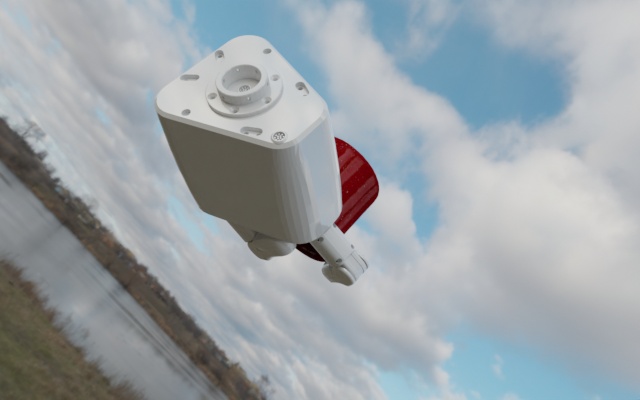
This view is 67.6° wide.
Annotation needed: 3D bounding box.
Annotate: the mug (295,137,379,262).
[{"bbox_3d":[0.000,0.002,0.447,0.093,0.081,0.117,35,-24,23],"label":"mug"}]
